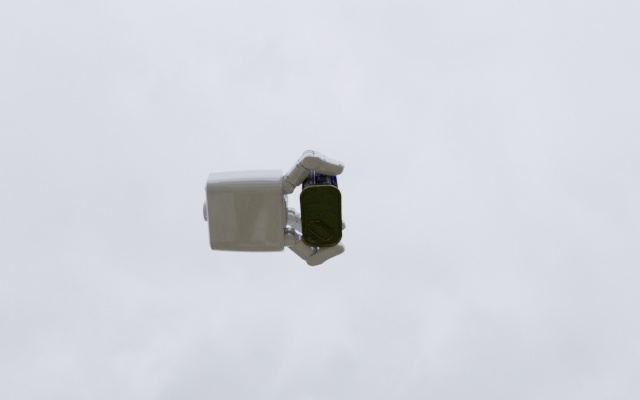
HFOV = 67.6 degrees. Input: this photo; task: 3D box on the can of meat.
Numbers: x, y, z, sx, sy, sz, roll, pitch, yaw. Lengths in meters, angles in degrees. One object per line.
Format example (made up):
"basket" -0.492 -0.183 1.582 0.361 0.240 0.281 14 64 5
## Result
"can of meat" 0.000 0.002 0.690 0.057 0.102 0.084 -3 32 0
